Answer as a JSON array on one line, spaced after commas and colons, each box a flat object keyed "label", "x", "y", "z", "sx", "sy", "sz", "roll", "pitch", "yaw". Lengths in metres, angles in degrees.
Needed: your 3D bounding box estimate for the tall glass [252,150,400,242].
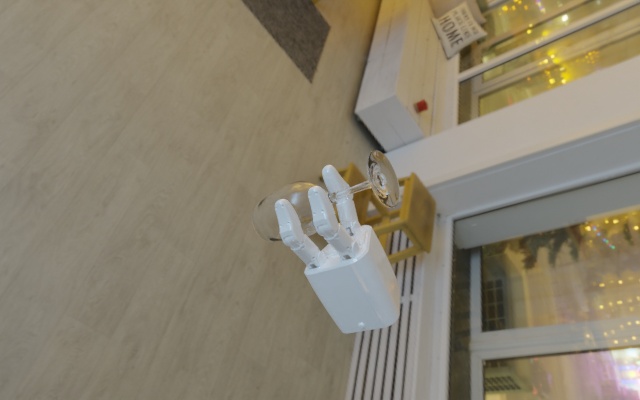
[{"label": "tall glass", "x": 0.001, "y": 0.002, "z": 0.637, "sx": 0.201, "sy": 0.079, "sz": 0.079, "roll": -20, "pitch": -11, "yaw": 33}]
